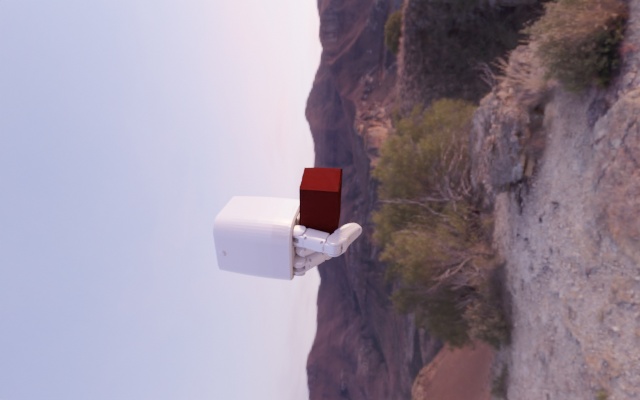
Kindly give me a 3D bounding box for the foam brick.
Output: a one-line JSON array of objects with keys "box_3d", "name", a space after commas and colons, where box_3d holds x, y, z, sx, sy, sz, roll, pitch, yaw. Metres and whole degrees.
[{"box_3d": [0.000, 0.002, 0.630, 0.051, 0.078, 0.053, 5, 37, 5], "name": "foam brick"}]
